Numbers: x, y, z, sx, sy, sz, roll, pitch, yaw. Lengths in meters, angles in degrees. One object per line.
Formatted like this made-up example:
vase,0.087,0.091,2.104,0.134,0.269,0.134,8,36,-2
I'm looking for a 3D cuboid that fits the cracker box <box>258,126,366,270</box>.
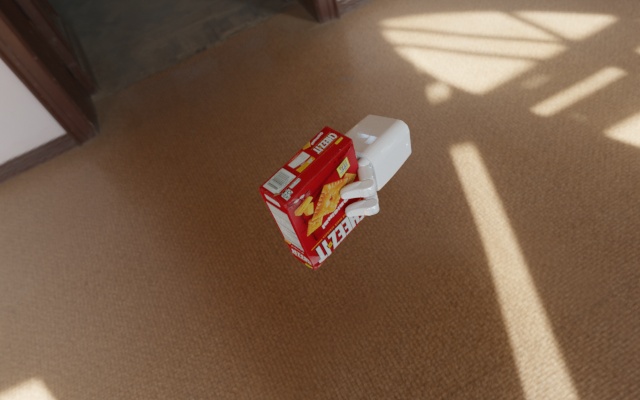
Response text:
cracker box,0.000,0.003,0.844,0.072,0.164,0.214,33,-22,33
